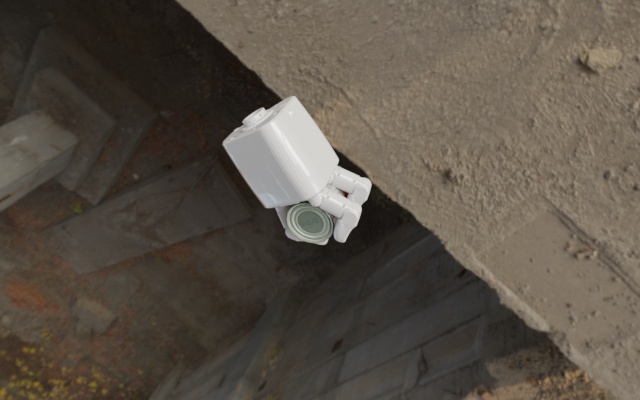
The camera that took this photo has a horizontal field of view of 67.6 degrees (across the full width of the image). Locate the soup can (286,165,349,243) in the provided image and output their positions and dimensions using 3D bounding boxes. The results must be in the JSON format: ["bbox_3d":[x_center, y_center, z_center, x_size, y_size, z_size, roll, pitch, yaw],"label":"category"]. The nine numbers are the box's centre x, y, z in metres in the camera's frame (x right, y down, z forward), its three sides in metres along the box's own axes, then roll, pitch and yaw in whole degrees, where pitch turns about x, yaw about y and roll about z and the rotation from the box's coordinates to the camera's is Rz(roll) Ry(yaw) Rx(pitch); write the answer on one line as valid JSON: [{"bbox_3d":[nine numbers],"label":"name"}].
[{"bbox_3d":[0.000,0.003,0.658,0.068,0.068,0.102,0,33,20],"label":"soup can"}]
